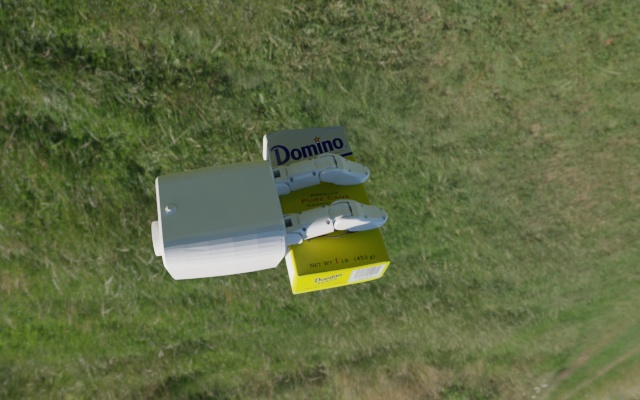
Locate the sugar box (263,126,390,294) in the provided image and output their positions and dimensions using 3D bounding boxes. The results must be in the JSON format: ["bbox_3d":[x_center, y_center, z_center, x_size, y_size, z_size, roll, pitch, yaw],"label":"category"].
[{"bbox_3d":[0.000,0.001,0.492,0.093,0.176,0.048,-7,-31,-14],"label":"sugar box"}]
